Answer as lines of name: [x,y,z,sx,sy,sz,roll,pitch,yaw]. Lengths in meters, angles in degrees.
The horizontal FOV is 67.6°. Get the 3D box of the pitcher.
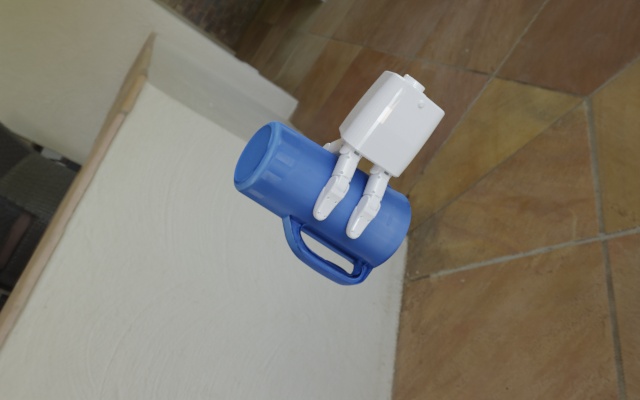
pitcher: [0.000,0.002,0.679,0.243,0.145,0.149,31,17,-27]
